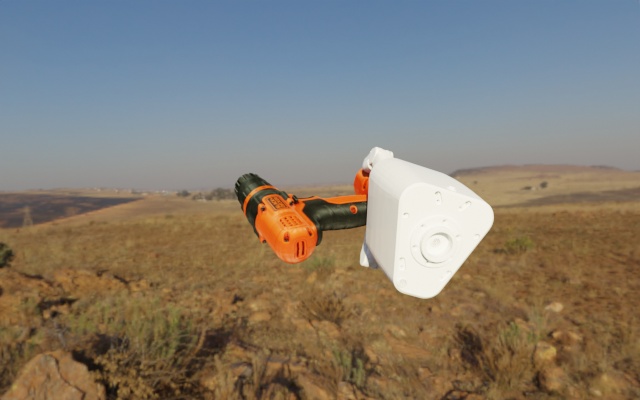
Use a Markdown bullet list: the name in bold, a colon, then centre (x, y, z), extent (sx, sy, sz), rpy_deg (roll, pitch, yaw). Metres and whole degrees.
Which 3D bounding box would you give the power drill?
- **power drill**: centre (0.001, 0.002, 0.590), extent (0.187, 0.057, 0.184), rpy_deg (-13, 31, -22)
